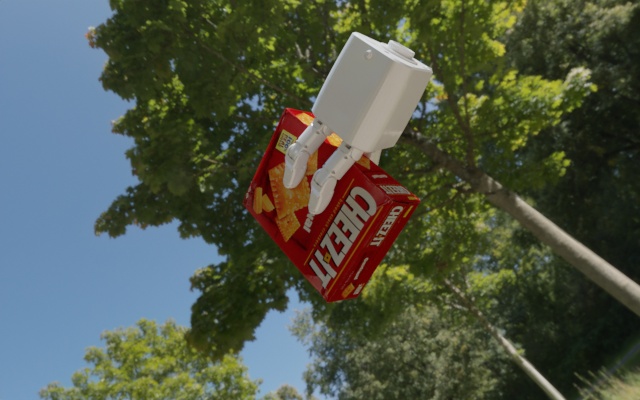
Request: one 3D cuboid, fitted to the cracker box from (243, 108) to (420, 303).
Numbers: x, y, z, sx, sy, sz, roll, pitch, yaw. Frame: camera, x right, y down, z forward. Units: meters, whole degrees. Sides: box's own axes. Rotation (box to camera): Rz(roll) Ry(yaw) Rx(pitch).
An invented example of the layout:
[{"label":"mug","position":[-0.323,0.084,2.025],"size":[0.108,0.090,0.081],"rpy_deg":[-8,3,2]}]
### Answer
[{"label":"cracker box","position":[0.000,0.002,0.637],"size":[0.072,0.164,0.213],"rpy_deg":[0,36,-48]}]
